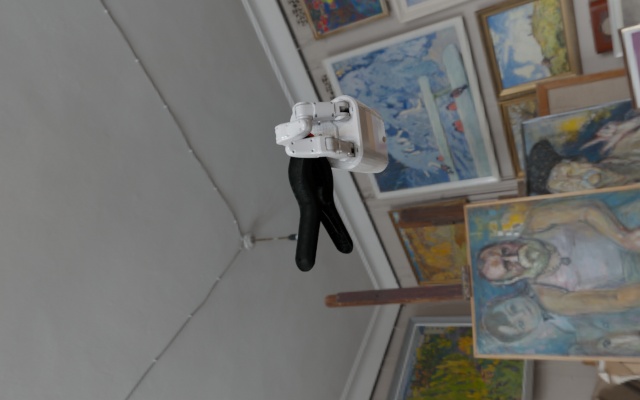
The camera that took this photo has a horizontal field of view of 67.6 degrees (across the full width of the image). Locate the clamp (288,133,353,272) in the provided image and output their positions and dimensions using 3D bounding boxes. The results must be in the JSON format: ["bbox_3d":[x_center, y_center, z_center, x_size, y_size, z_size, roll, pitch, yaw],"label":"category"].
[{"bbox_3d":[-0.001,0.002,0.617,0.039,0.171,0.120,-7,-6,26],"label":"clamp"}]
